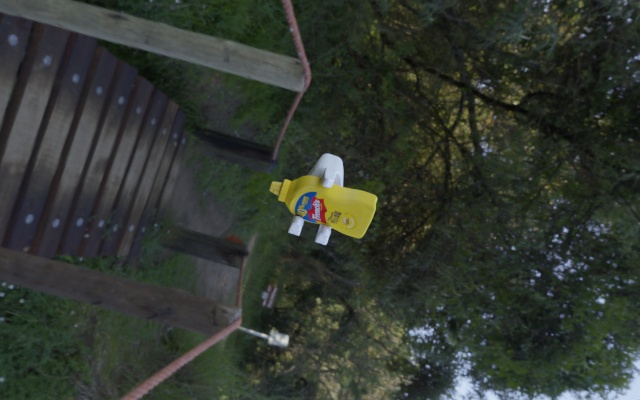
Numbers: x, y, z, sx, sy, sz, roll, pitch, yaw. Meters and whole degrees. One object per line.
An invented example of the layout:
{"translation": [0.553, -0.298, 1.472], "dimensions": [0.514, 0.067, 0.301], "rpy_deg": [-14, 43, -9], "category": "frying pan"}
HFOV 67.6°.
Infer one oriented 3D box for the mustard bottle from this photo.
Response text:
{"translation": [0.000, 0.003, 0.875], "dimensions": [0.191, 0.058, 0.096], "rpy_deg": [18, -43, -2], "category": "mustard bottle"}
